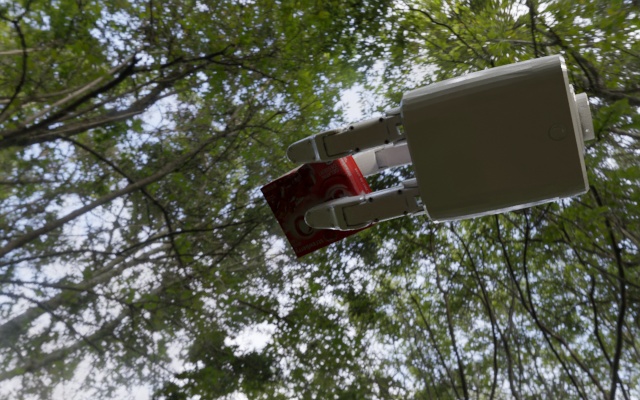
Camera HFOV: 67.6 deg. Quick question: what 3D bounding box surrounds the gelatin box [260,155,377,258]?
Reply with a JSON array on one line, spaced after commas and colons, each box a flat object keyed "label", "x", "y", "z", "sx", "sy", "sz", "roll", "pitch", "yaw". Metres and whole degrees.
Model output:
[{"label": "gelatin box", "x": 0.000, "y": 0.001, "z": 0.417, "sx": 0.089, "sy": 0.073, "sz": 0.030, "roll": -26, "pitch": 5, "yaw": 34}]
